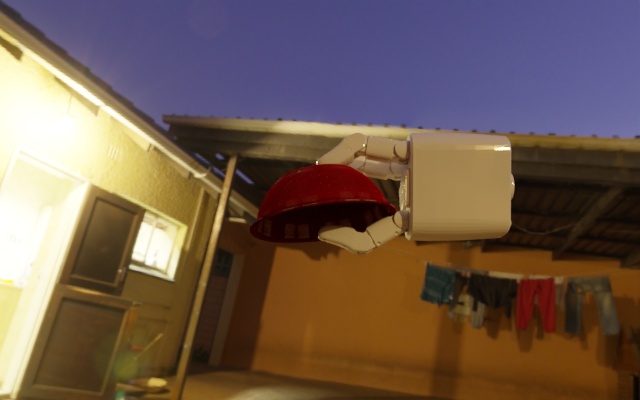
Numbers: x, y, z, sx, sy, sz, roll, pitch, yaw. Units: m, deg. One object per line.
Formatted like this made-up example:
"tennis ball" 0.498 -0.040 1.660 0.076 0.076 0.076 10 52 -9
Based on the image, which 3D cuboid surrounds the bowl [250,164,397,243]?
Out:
"bowl" -0.001 0.001 0.530 0.162 0.055 0.162 -8 -17 -2
